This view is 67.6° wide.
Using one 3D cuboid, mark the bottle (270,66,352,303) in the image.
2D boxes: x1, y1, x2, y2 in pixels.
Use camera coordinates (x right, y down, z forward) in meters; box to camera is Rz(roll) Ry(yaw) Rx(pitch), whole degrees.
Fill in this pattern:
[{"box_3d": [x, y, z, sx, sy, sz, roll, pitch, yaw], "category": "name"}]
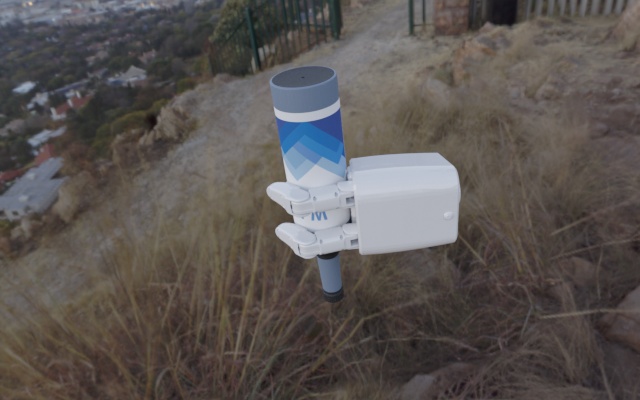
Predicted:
[{"box_3d": [0.000, 0.002, 0.545, 0.069, 0.296, 0.069, -6, 33, 4], "category": "bottle"}]
